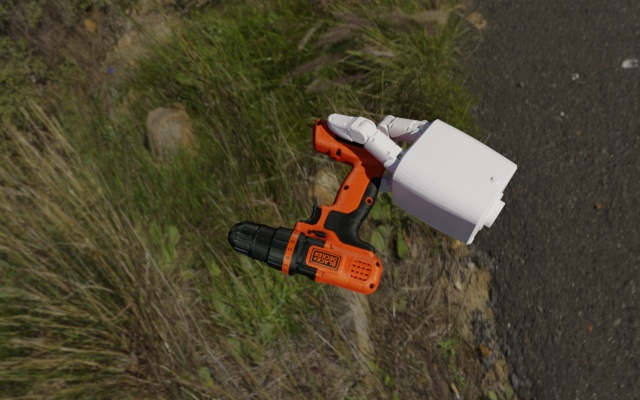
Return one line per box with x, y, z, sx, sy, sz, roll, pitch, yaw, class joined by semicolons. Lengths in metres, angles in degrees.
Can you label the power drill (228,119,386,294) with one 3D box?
0.000;0.002;0.573;0.184;0.187;0.057;17;-11;3;power drill
